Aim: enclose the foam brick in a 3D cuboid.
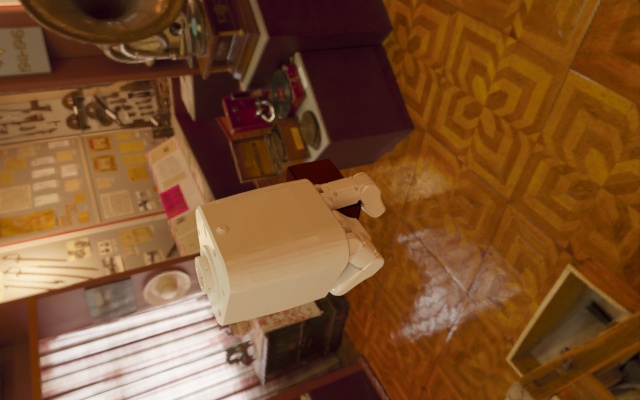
[{"bbox_3d":[0.000,0.002,0.500,0.051,0.053,0.078,-13,45,-23],"label":"foam brick"}]
